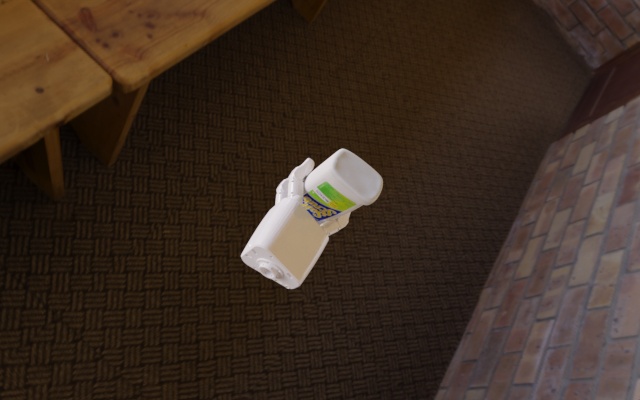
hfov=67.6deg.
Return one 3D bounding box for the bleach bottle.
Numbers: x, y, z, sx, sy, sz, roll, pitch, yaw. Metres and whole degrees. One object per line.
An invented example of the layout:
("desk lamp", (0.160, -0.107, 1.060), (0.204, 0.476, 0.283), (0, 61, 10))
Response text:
("bleach bottle", (0.000, 0.003, 0.866), (0.102, 0.068, 0.251), (38, -35, -10))
